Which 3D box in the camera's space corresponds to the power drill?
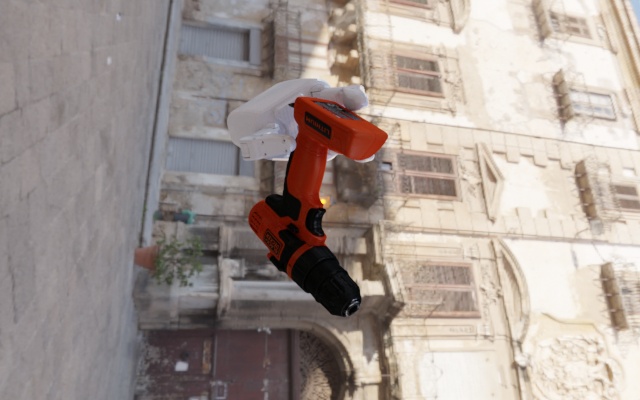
[{"bbox_3d":[0.000,0.001,0.495,0.057,0.188,0.184,-2,32,-43],"label":"power drill"}]
